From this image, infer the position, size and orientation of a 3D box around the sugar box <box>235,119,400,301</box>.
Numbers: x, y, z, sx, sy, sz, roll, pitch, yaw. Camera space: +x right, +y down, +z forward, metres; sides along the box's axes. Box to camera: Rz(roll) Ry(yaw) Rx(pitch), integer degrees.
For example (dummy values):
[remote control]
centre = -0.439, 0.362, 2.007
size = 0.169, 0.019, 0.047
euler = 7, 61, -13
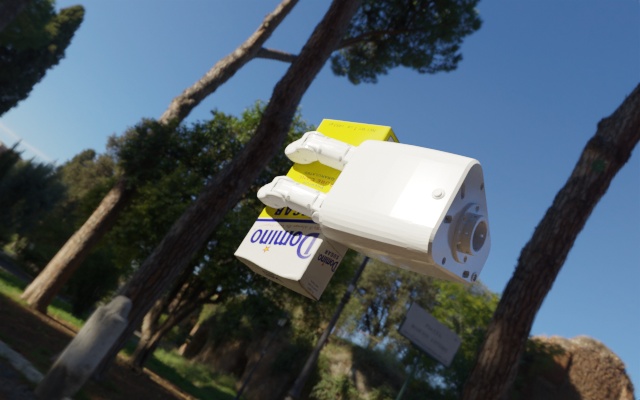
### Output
[sugar box]
centre = 0.000, 0.001, 0.472
size = 0.093, 0.176, 0.048
euler = 14, -27, 42
